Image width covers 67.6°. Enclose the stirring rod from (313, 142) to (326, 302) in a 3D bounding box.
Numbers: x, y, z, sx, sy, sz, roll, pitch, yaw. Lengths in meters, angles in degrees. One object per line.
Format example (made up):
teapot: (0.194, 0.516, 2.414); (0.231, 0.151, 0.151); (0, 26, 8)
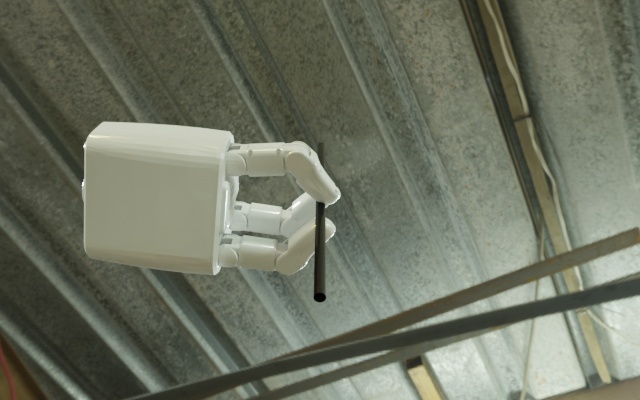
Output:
stirring rod: (0.000, 0.001, 0.402); (0.011, 0.011, 0.239); (0, 30, 0)
